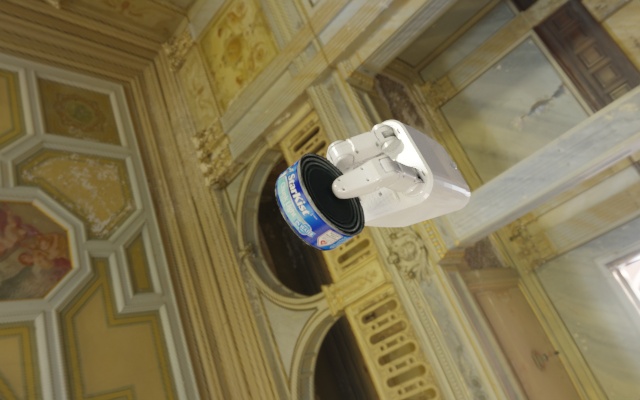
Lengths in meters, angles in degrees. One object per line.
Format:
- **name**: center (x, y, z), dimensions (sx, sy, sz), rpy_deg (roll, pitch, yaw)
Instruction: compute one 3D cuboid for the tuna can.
- **tuna can**: center (0.000, 0.002, 0.432), dimensions (0.034, 0.086, 0.086), rpy_deg (-35, -18, 27)
